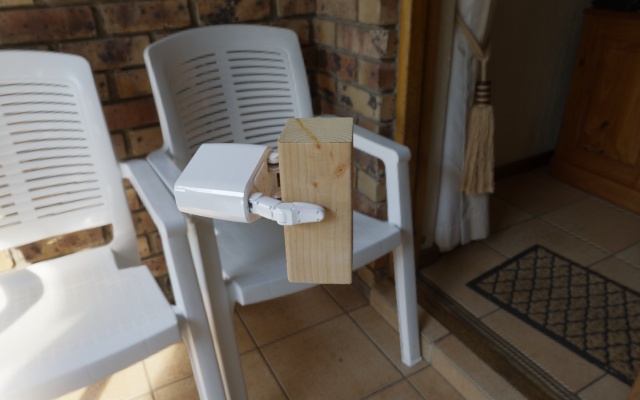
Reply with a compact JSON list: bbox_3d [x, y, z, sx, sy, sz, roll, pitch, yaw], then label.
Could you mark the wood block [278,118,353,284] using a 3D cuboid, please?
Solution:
[{"bbox_3d":[0.000,0.002,0.642,0.090,0.206,0.090,1,28,6],"label":"wood block"}]
